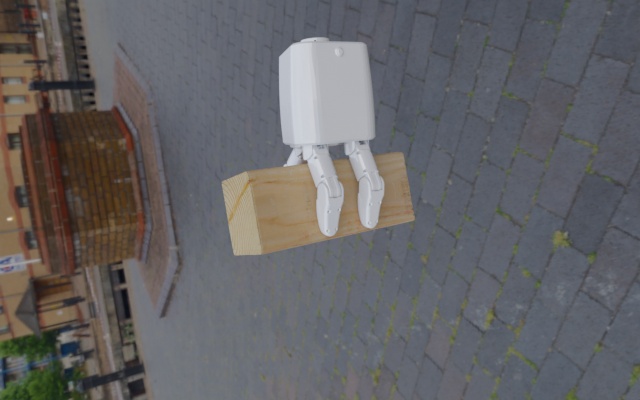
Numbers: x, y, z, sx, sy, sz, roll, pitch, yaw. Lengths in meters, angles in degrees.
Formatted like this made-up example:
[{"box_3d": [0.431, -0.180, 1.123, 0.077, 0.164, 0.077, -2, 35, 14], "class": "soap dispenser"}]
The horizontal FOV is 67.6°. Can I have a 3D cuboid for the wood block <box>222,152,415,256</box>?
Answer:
[{"box_3d": [0.000, 0.002, 0.573, 0.206, 0.090, 0.091, -10, -1, -30], "class": "wood block"}]
